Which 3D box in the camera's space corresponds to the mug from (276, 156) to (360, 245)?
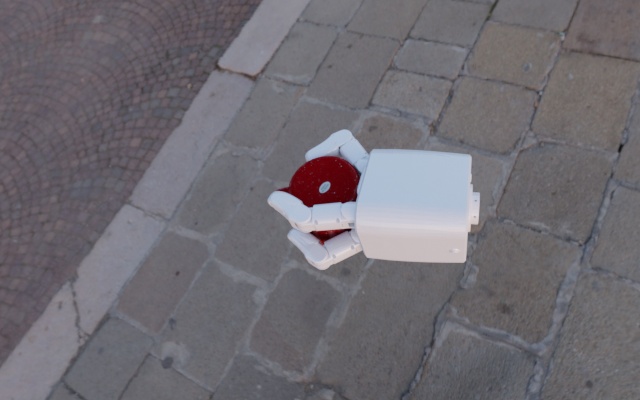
[{"bbox_3d":[-0.001,0.002,0.553,0.117,0.093,0.081,3,-28,17],"label":"mug"}]
